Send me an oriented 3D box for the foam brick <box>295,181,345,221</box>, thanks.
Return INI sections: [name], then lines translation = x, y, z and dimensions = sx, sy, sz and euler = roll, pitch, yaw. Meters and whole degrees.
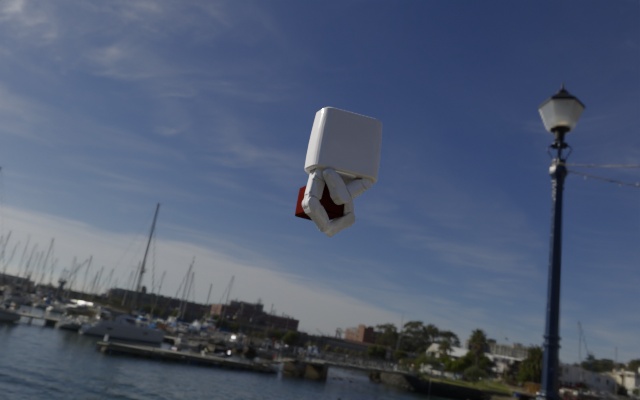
[foam brick]
translation = 0.000, 0.003, 0.805
dimensions = 0.053, 0.051, 0.078
euler = 16, -18, -28
